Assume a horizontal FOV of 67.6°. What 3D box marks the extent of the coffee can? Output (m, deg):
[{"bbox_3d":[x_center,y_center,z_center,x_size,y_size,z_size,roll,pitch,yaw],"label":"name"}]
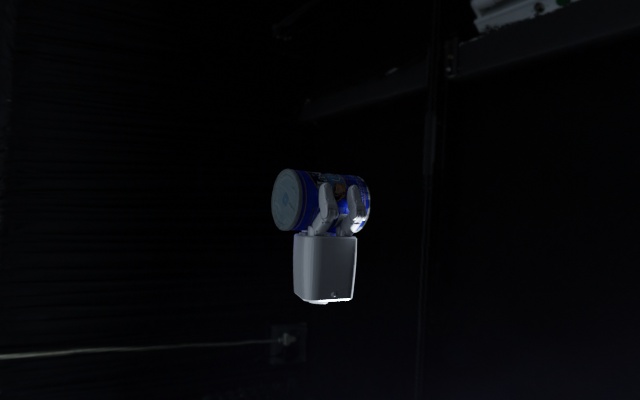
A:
[{"bbox_3d":[0.000,0.003,0.824,0.140,0.103,0.103,4,-2,-31],"label":"coffee can"}]
